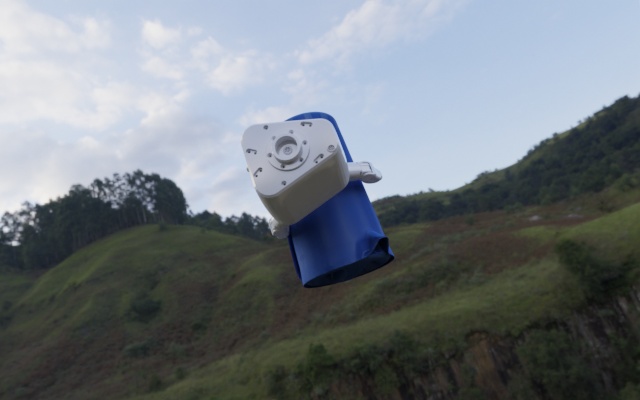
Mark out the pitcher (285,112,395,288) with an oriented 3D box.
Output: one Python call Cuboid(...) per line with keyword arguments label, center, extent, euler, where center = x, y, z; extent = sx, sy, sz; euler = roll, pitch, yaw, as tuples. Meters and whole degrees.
Cuboid(label="pitcher", center=(0.000, 0.002, 0.706), extent=(0.149, 0.242, 0.145), euler=(-20, -18, 4))
